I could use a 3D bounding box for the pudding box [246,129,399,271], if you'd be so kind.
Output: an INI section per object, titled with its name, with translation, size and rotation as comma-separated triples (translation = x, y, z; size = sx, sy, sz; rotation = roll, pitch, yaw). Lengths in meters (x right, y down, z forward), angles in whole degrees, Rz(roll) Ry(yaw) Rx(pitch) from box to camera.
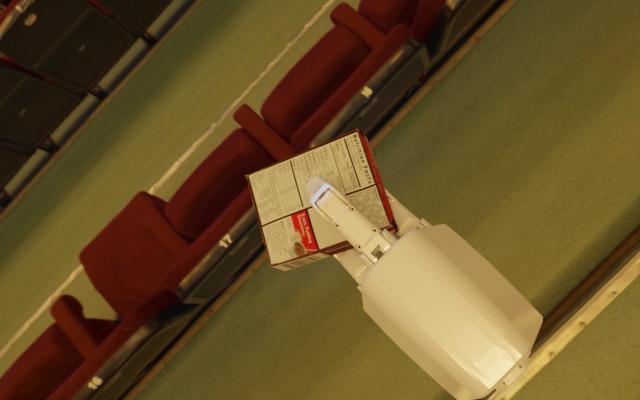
[pudding box]
translation = 0.000, 0.001, 0.414
size = 0.113, 0.090, 0.039
rotation = -20, -16, 12
